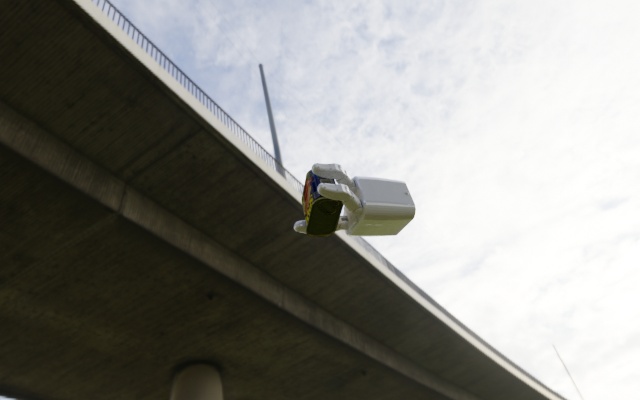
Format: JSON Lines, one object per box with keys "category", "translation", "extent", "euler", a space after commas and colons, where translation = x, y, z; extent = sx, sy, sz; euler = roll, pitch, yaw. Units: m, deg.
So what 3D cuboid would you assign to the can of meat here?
{"category": "can of meat", "translation": [0.000, 0.003, 0.881], "extent": [0.057, 0.083, 0.102], "euler": [0, -45, -14]}
